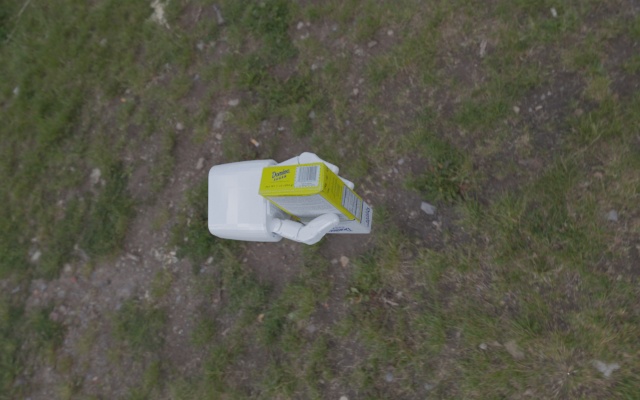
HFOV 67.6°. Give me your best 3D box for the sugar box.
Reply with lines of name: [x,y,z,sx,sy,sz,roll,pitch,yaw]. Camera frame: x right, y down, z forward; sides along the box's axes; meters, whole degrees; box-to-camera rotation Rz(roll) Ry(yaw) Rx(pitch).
sugar box: [0.000,0.002,0.672,0.093,0.048,0.176,-2,-19,26]
